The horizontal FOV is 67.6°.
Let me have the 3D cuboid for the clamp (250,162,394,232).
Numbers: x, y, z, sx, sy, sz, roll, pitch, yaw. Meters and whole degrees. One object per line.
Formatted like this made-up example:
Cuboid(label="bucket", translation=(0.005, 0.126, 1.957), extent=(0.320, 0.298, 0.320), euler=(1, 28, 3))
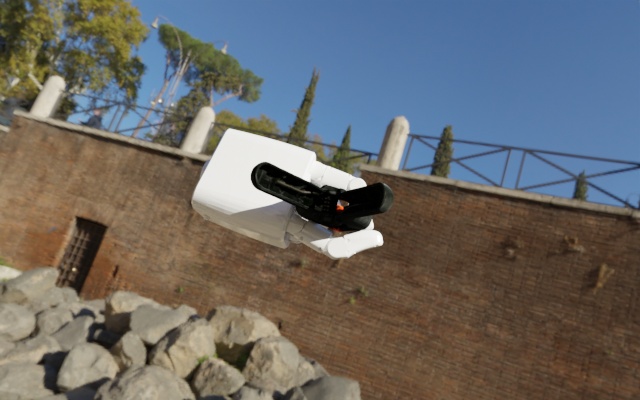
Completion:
Cuboid(label="clamp", translation=(0.000, 0.001, 0.459), extent=(0.120, 0.039, 0.171), euler=(18, -13, 4))
